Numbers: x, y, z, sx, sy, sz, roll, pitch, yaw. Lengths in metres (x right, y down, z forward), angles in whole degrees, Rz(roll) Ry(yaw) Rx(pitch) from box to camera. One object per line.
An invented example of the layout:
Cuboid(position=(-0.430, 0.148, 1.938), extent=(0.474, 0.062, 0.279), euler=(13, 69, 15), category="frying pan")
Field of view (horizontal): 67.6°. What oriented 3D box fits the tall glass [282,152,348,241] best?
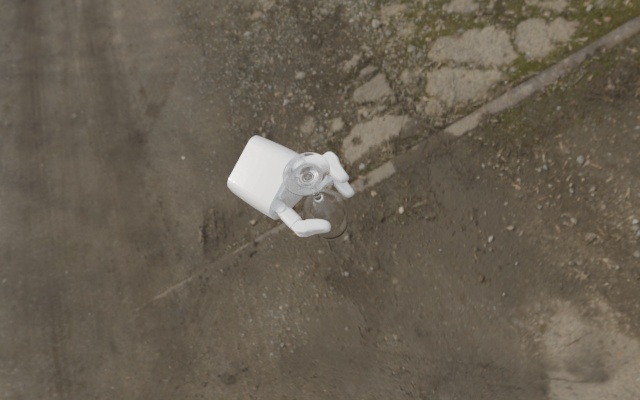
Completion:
Cuboid(position=(0.000, 0.002, 0.801), extent=(0.079, 0.079, 0.201), euler=(0, -26, 14), category="tall glass")
